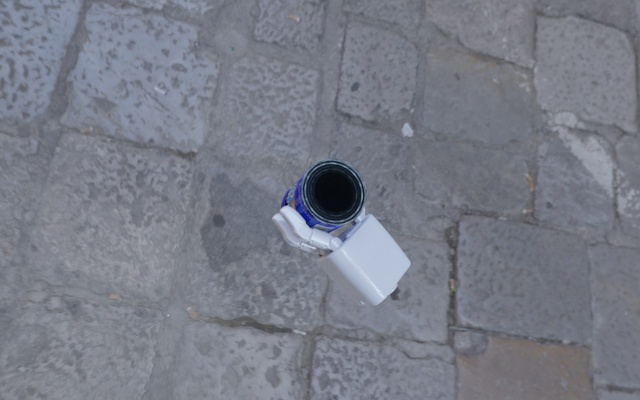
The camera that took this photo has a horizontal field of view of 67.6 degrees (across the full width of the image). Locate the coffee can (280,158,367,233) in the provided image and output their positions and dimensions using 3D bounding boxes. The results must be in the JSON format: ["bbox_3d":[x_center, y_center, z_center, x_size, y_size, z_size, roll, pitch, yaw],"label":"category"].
[{"bbox_3d":[0.000,0.002,0.765,0.103,0.102,0.140,0,-13,-18],"label":"coffee can"}]
